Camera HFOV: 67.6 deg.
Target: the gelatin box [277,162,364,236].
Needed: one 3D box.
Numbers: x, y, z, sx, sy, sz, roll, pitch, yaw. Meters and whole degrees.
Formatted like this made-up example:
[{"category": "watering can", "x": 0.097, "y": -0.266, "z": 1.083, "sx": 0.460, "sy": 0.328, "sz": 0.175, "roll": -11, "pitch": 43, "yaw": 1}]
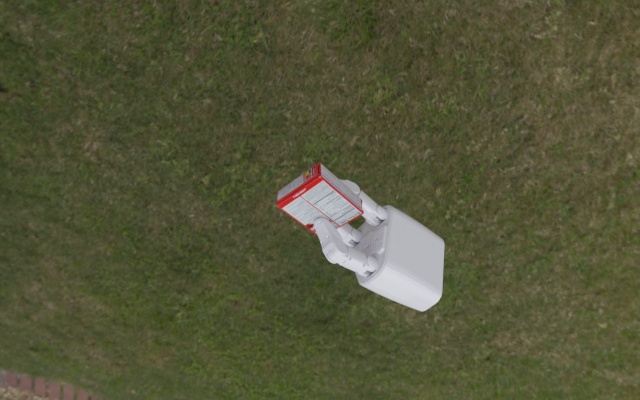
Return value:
[{"category": "gelatin box", "x": 0.000, "y": 0.002, "z": 0.607, "sx": 0.073, "sy": 0.030, "sz": 0.089, "roll": -33, "pitch": -52, "yaw": 26}]
